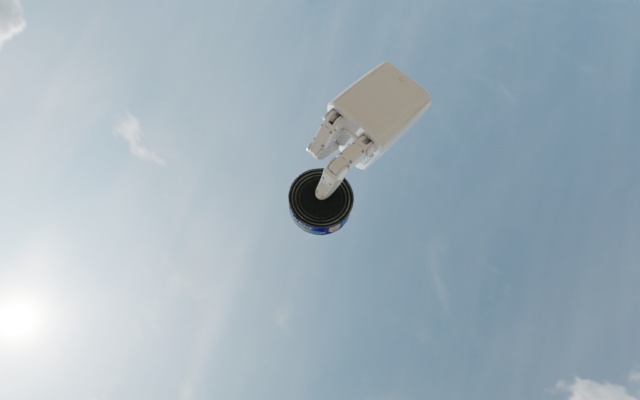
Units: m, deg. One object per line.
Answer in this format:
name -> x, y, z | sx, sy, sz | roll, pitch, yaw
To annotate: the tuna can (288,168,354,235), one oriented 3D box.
tuna can -> 0.000, 0.002, 0.636 | 0.086, 0.086, 0.034 | 0, -24, -3
